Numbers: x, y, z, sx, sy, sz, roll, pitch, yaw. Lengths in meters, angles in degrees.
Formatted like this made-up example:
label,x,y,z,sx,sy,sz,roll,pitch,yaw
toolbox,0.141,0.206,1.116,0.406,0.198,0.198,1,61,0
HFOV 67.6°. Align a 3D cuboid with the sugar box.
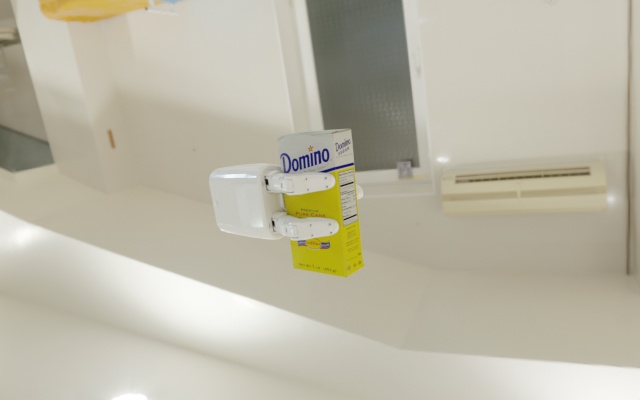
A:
label,x,y,z,sx,sy,sz,roll,pitch,yaw
sugar box,0.000,0.002,0.598,0.093,0.176,0.048,2,16,40
